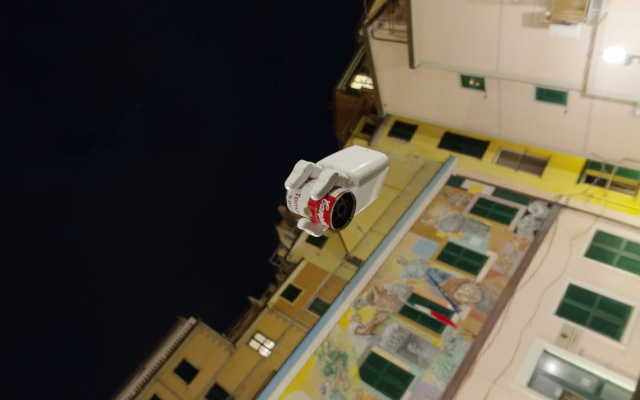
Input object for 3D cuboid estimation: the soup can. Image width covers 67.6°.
[{"bbox_3d":[0.000,0.003,0.804,0.102,0.068,0.068,22,13,35],"label":"soup can"}]
